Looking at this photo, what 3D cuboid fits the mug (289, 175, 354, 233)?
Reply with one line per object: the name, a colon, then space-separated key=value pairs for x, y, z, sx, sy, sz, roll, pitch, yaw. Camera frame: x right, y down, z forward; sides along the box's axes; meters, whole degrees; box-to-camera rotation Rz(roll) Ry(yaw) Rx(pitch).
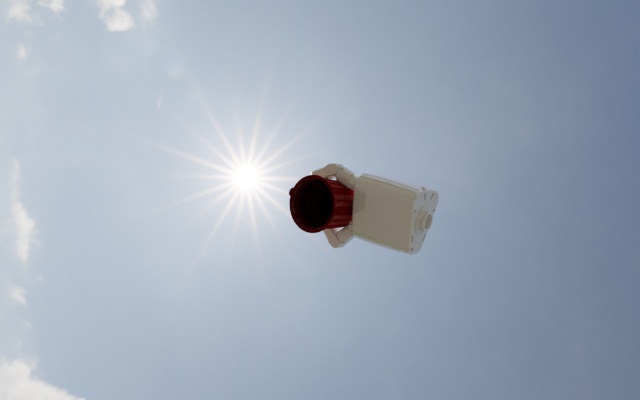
mug: x=-0.001 y=0.002 z=0.794 sx=0.117 sy=0.093 sz=0.081 roll=20 pitch=11 yaw=35
